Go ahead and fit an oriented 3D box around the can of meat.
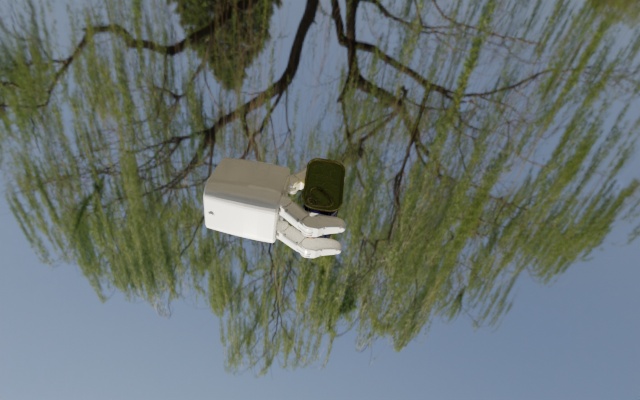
[{"bbox_3d":[0.000,0.002,0.715,0.057,0.102,0.084,9,-43,-2],"label":"can of meat"}]
